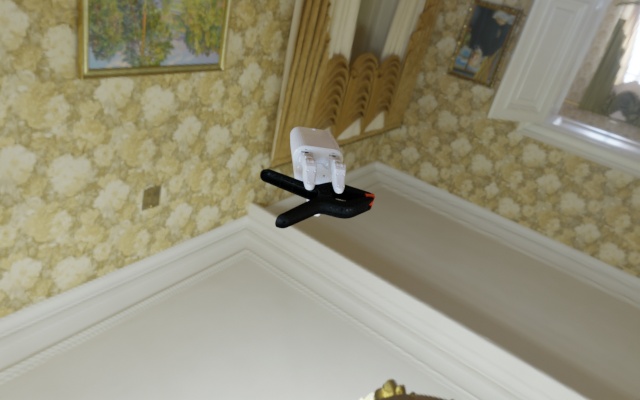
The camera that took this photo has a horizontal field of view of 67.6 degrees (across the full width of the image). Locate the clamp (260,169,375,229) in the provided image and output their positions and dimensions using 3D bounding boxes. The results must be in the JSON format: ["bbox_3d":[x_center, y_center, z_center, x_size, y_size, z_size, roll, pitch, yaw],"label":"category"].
[{"bbox_3d":[0.000,0.003,0.849,0.210,0.036,0.164,7,33,-14],"label":"clamp"}]
